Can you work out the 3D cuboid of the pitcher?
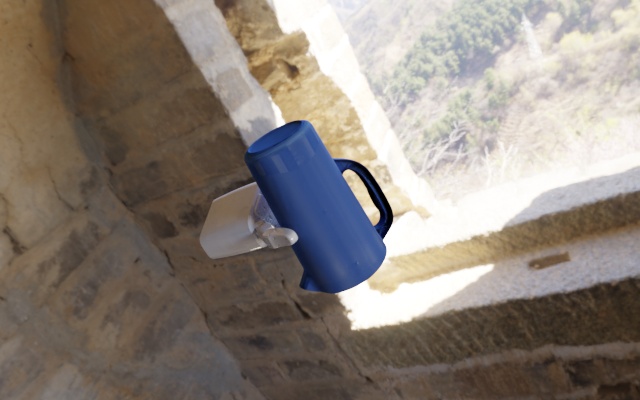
[{"bbox_3d":[0.000,0.002,0.711,0.145,0.243,0.149,-17,25,28],"label":"pitcher"}]
